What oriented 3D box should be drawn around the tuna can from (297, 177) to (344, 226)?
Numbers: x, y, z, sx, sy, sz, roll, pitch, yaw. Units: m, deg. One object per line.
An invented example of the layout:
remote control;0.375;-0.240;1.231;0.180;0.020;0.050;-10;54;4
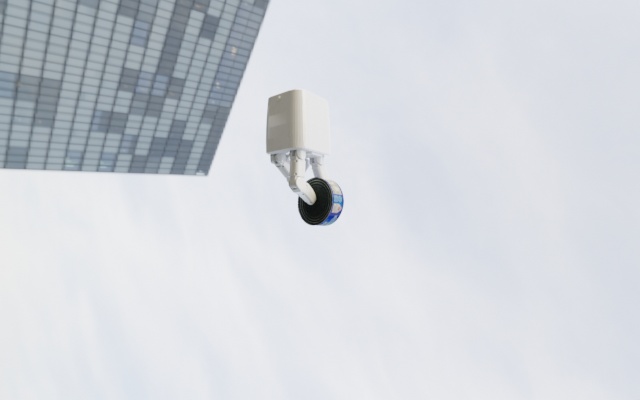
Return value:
tuna can;0.001;0.003;0.850;0.086;0.086;0.034;0;-5;44
